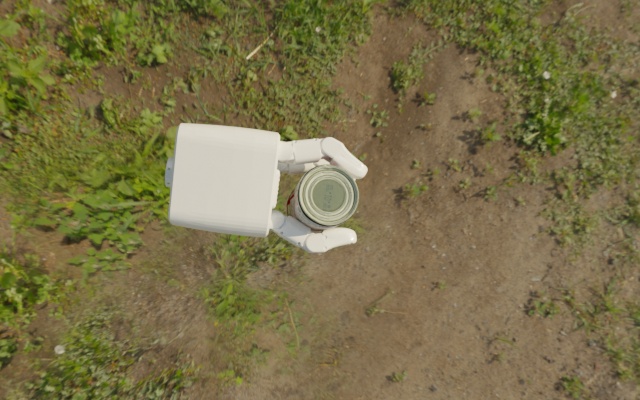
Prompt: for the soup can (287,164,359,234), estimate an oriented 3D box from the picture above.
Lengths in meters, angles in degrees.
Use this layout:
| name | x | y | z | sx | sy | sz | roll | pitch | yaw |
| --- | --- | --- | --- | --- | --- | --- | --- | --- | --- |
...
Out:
| name | x | y | z | sx | sy | sz | roll | pitch | yaw |
| --- | --- | --- | --- | --- | --- | --- | --- | --- | --- |
| soup can | 0.001 | 0.002 | 0.547 | 0.068 | 0.068 | 0.102 | 0 | -9 | -10 |
